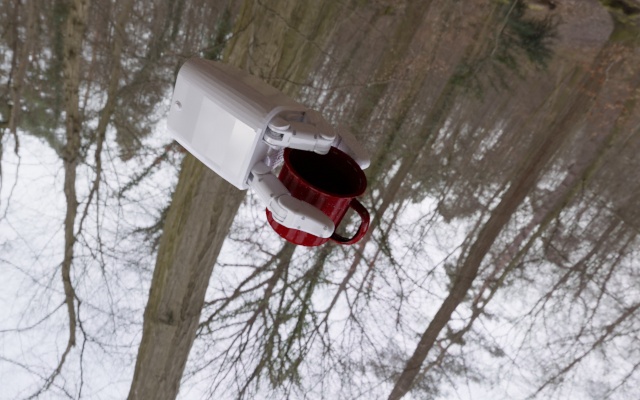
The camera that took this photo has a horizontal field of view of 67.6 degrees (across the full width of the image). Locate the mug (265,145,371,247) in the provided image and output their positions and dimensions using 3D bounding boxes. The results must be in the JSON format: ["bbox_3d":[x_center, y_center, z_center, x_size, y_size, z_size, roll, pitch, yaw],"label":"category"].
[{"bbox_3d":[0.001,0.003,0.507,0.117,0.081,0.093,37,36,12],"label":"mug"}]
